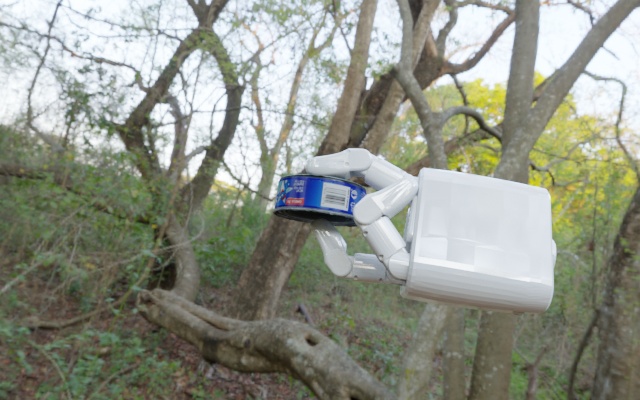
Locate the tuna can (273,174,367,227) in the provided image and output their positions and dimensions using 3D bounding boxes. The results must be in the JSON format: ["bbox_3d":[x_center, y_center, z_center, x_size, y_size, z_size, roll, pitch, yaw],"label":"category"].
[{"bbox_3d":[0.000,0.001,0.451,0.086,0.033,0.086,7,-10,1],"label":"tuna can"}]
